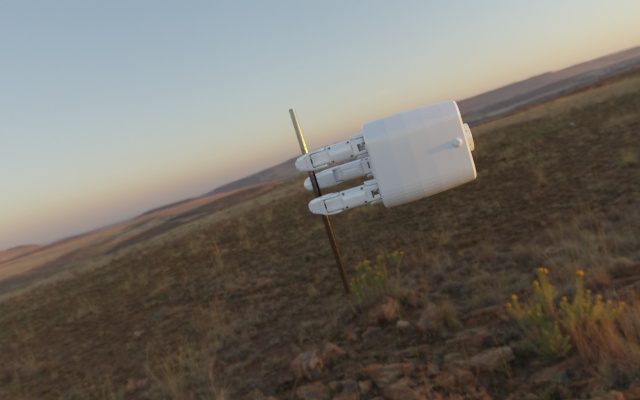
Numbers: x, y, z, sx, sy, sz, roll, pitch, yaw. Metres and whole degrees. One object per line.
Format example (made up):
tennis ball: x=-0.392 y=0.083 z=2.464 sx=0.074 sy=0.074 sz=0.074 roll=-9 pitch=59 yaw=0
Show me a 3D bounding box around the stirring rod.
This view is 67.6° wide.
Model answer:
stirring rod: x=0.000 y=0.002 z=0.597 sx=0.011 sy=0.239 sz=0.011 roll=-17 pitch=5 yaw=2
